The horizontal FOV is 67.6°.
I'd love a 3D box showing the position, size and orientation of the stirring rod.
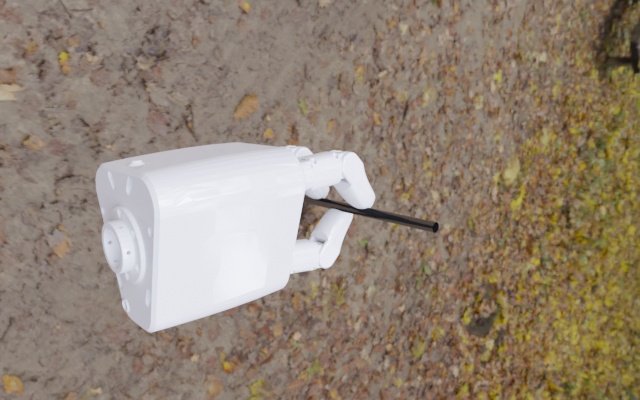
[{"bbox_3d":[0.000,0.001,0.429,0.011,0.011,0.239,0,9,-44],"label":"stirring rod"}]
